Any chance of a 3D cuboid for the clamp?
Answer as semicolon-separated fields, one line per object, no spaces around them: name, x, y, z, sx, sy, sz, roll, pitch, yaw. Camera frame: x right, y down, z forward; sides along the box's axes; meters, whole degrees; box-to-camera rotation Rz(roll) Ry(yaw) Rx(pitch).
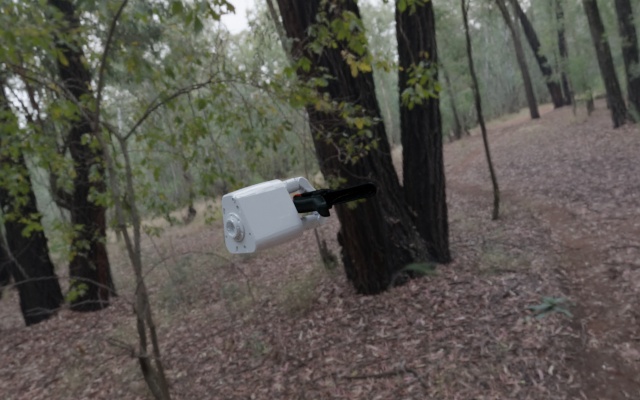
clamp;0.000;0.002;0.826;0.171;0.039;0.120;-10;6;46
